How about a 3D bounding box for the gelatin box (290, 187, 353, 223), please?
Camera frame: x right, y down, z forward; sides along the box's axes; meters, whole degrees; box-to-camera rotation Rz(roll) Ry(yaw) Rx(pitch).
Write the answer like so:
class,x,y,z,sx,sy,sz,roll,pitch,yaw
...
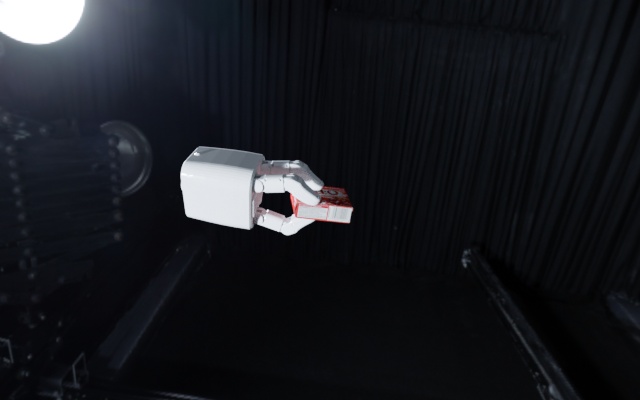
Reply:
class,x,y,z,sx,sy,sz,roll,pitch,yaw
gelatin box,0.000,0.003,0.747,0.089,0.030,0.073,6,24,-11
